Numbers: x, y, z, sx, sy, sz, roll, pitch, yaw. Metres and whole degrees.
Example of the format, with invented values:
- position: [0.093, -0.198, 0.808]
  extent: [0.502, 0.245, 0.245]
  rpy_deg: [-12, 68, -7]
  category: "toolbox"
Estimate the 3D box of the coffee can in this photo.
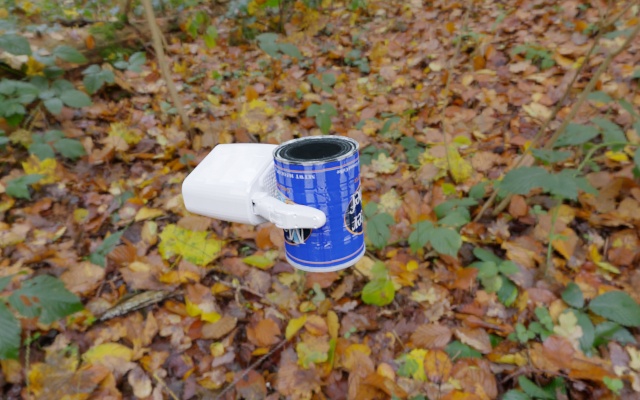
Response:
- position: [0.000, 0.002, 0.586]
  extent: [0.103, 0.140, 0.102]
  rpy_deg: [-5, 24, 2]
  category: "coffee can"
